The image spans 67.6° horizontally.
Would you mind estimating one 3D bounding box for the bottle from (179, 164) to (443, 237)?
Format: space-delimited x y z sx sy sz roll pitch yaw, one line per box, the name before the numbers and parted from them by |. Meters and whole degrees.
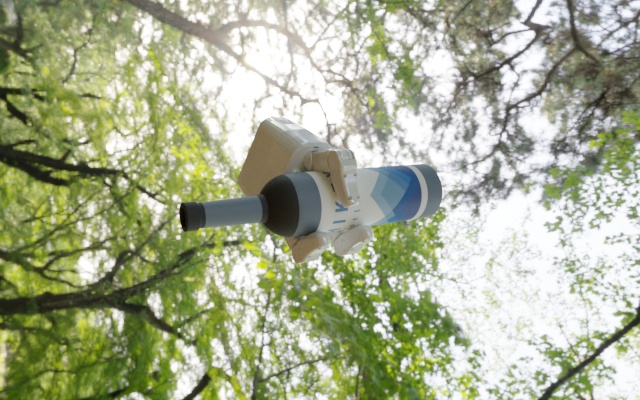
bottle | 0.000 0.002 0.511 0.295 0.069 0.069 -6 3 -30
